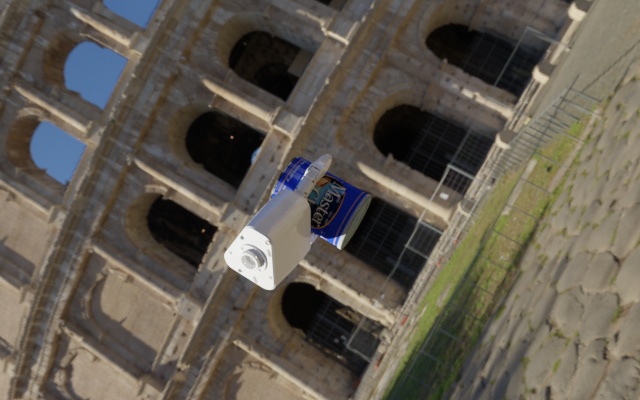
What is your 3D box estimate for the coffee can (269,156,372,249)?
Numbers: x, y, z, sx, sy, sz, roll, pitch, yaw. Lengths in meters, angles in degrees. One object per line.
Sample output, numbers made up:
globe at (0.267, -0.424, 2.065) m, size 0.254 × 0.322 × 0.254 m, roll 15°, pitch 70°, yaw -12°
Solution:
coffee can at (0.000, 0.003, 0.797) m, size 0.140 × 0.103 × 0.103 m, roll 30°, pitch 6°, yaw 11°
